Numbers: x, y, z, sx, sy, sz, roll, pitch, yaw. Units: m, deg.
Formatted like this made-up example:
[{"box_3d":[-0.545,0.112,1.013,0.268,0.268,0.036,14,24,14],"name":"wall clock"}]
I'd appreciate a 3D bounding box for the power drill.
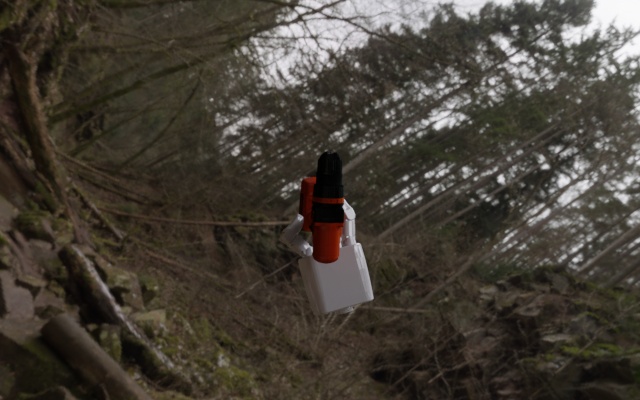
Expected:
[{"box_3d":[0.000,0.003,0.845,0.057,0.184,0.187,3,7,-8],"name":"power drill"}]
